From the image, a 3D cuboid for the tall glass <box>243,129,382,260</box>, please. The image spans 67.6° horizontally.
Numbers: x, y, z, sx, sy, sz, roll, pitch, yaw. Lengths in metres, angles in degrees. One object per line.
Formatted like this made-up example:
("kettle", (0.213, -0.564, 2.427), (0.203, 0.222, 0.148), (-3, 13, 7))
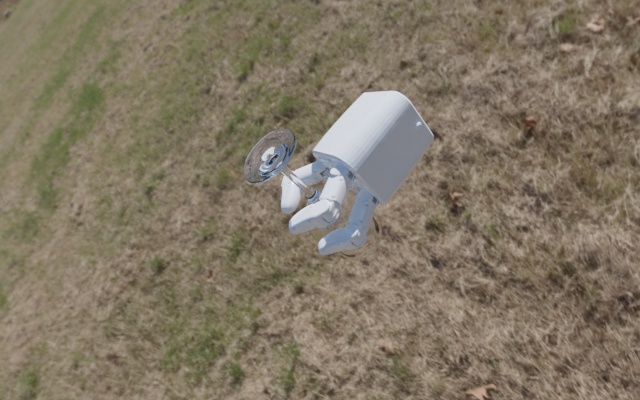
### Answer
("tall glass", (0.000, 0.002, 0.589), (0.079, 0.079, 0.201), (0, -32, 42))
